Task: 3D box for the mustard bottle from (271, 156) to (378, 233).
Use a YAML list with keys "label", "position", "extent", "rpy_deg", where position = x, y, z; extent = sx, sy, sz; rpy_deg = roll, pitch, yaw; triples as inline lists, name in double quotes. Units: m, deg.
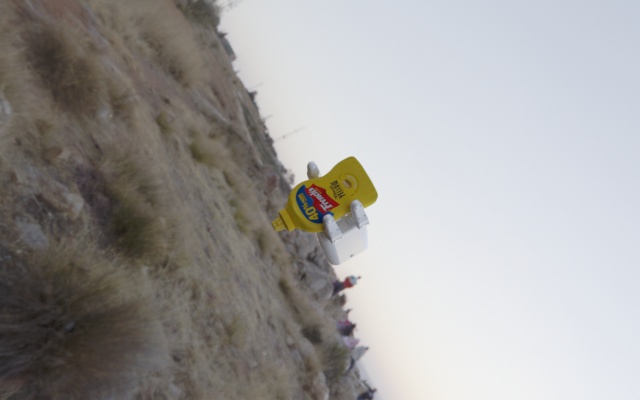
- label: "mustard bottle"
  position: [0.000, 0.003, 0.858]
  extent: [0.191, 0.096, 0.058]
  rpy_deg: [-28, -12, -8]
